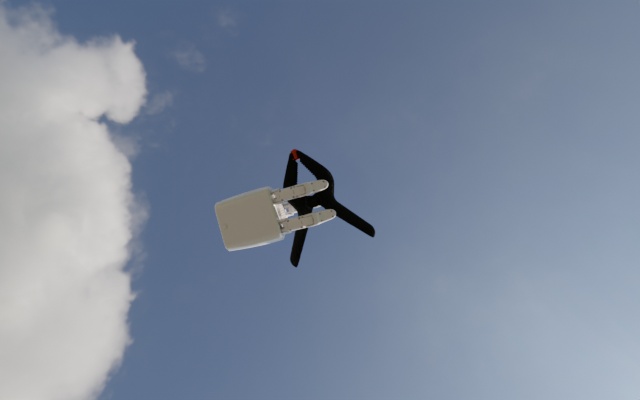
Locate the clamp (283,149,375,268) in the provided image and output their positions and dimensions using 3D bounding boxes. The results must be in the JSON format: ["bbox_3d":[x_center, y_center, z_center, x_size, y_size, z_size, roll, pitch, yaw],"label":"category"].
[{"bbox_3d":[0.000,0.002,0.873,0.164,0.210,0.036,-15,2,3],"label":"clamp"}]
